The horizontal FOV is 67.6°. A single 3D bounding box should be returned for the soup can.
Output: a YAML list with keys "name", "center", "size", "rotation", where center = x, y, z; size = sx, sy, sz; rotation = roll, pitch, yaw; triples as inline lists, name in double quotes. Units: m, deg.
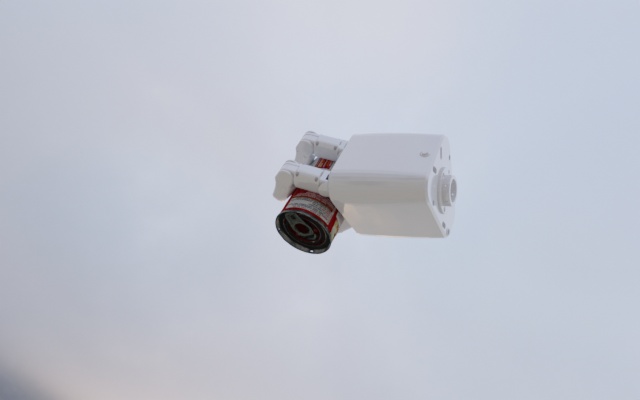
- name: "soup can"
  center: [0.000, 0.002, 0.554]
  size: [0.068, 0.068, 0.102]
  rotation: [0, 43, 32]
